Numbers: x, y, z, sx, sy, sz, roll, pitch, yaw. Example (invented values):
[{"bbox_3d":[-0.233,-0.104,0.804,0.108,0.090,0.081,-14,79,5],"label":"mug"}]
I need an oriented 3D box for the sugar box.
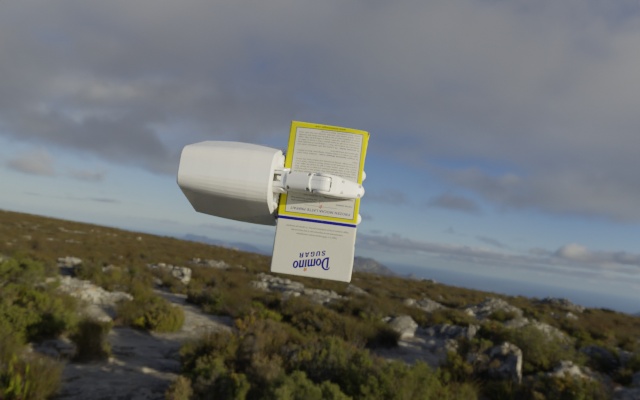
[{"bbox_3d":[0.000,0.002,0.559,0.093,0.176,0.048,8,-5,3],"label":"sugar box"}]
